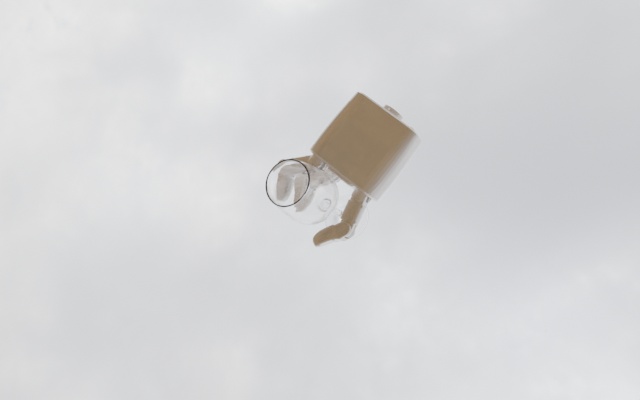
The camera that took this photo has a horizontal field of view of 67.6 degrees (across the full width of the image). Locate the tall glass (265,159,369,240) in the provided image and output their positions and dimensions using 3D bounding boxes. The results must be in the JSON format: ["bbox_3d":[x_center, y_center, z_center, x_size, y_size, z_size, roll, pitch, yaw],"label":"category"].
[{"bbox_3d":[0.000,0.003,0.669,0.079,0.079,0.201,0,-14,25],"label":"tall glass"}]
